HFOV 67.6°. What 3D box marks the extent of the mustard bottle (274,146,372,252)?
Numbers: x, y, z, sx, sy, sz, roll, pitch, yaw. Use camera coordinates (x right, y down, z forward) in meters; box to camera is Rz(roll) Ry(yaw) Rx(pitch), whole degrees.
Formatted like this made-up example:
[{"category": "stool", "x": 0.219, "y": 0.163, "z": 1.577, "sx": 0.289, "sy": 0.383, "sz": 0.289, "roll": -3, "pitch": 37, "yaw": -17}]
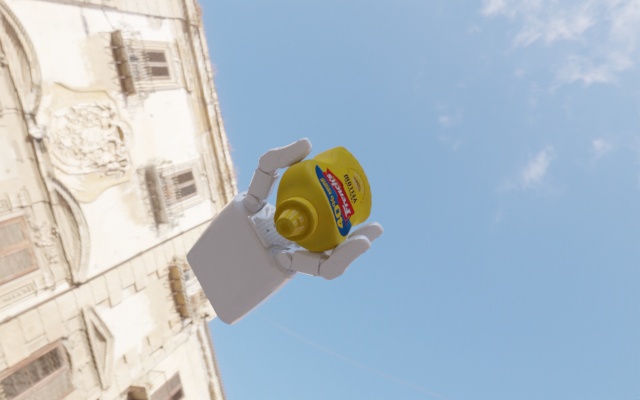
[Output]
[{"category": "mustard bottle", "x": 0.000, "y": 0.001, "z": 0.507, "sx": 0.058, "sy": 0.096, "sz": 0.191, "roll": -18, "pitch": 7, "yaw": 24}]
